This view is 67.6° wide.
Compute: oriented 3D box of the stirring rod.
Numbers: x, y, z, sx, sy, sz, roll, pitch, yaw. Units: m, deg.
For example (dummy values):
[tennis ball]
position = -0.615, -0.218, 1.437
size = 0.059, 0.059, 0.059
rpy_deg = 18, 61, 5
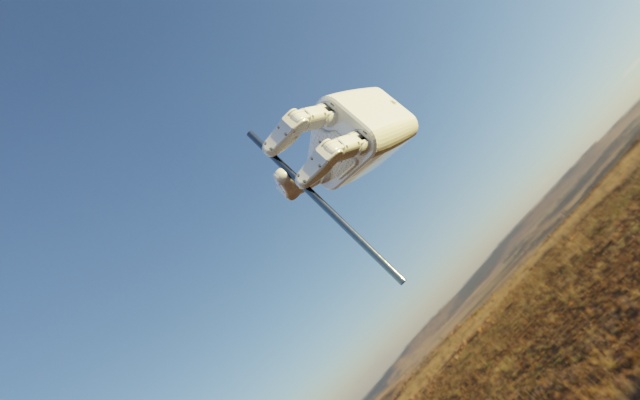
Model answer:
[stirring rod]
position = 0.000, 0.002, 0.507
size = 0.239, 0.011, 0.011
rpy_deg = 44, 18, 20
